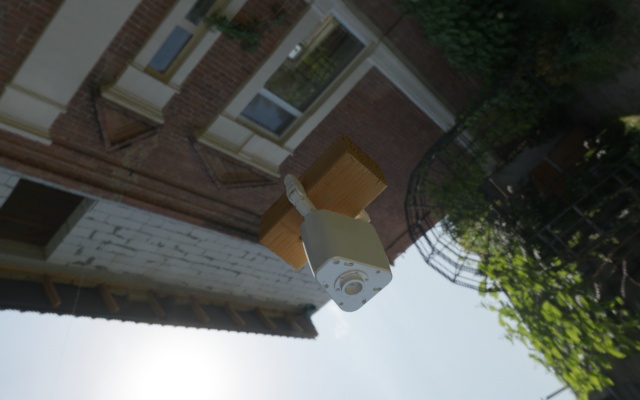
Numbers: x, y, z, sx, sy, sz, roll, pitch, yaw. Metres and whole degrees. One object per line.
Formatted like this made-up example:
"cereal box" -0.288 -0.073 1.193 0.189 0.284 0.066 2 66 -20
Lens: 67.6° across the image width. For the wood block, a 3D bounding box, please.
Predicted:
"wood block" 0.000 0.003 0.782 0.091 0.206 0.090 39 19 -19
